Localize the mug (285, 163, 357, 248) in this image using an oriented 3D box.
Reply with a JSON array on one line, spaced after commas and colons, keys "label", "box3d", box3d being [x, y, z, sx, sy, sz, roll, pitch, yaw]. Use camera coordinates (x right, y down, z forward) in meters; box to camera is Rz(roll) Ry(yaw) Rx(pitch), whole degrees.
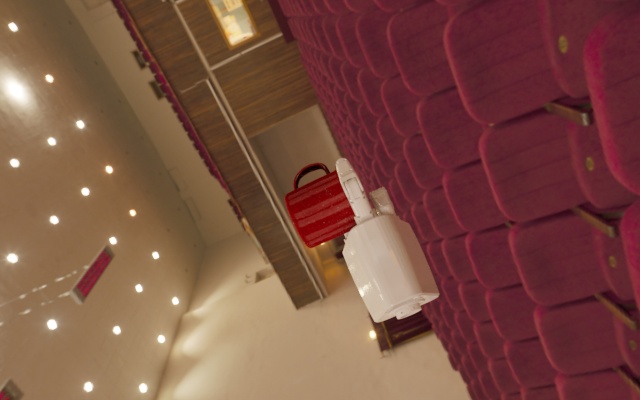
[{"label": "mug", "box3d": [-0.001, 0.001, 0.644, 0.081, 0.117, 0.093, -25, -23, 4]}]
